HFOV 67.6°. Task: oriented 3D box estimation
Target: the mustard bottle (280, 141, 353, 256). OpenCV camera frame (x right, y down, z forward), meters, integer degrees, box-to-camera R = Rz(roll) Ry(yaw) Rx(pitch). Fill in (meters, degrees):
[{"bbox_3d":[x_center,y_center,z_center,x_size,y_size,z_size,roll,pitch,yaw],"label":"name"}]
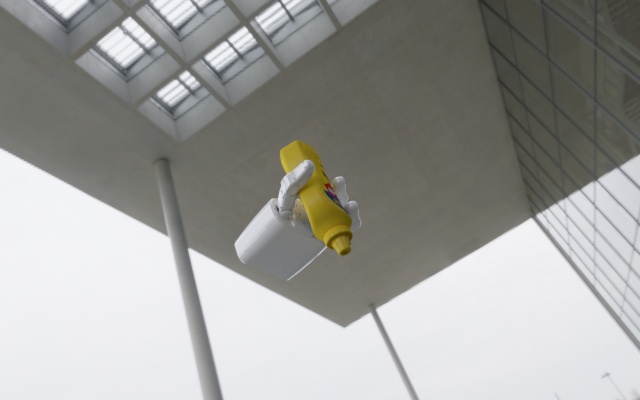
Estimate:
[{"bbox_3d":[0.000,0.002,0.714,0.058,0.191,0.096,-30,-36,6],"label":"mustard bottle"}]
